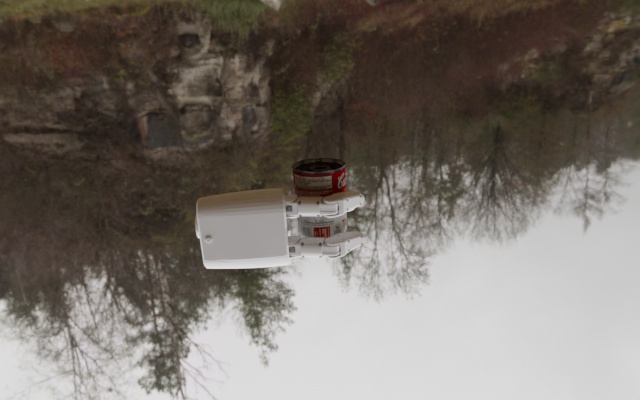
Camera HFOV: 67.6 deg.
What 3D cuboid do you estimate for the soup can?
[{"bbox_3d":[0.001,0.002,0.622,0.068,0.102,0.068,-3,19,1],"label":"soup can"}]
